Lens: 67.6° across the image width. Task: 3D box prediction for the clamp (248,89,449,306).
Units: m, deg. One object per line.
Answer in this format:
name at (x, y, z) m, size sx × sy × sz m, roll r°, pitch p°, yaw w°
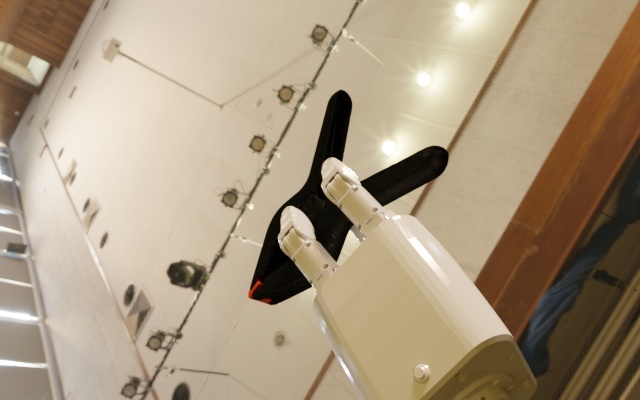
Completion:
clamp at (0.000, 0.002, 0.430) m, size 0.036 × 0.210 × 0.164 m, roll 28°, pitch 18°, yaw -36°
